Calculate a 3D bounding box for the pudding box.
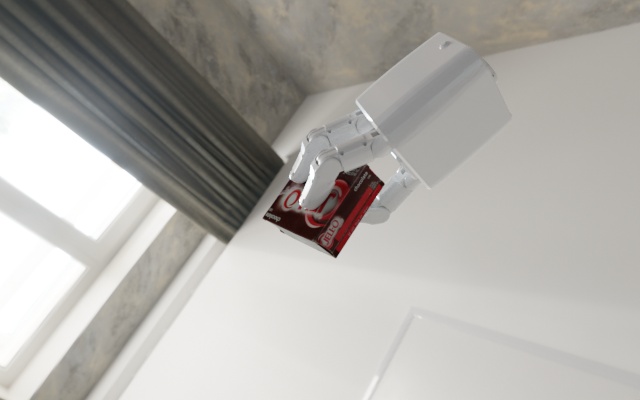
[{"bbox_3d":[0.000,0.002,0.490,0.039,0.090,0.113,42,-14,-29],"label":"pudding box"}]
